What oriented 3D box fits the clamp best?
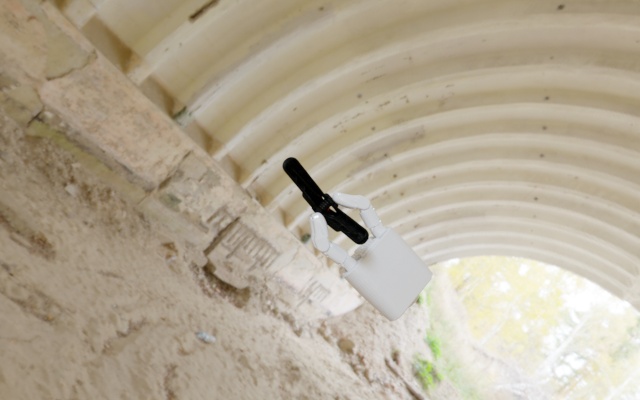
[{"bbox_3d":[0.001,0.002,0.766,0.036,0.164,0.210,-43,2,-5],"label":"clamp"}]
